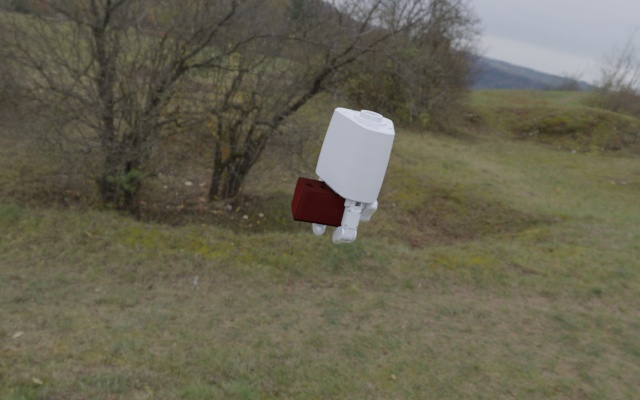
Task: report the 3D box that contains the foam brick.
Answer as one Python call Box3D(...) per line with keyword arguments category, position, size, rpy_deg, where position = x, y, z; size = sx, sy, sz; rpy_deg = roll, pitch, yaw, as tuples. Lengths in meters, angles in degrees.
Box3D(category="foam brick", position=(0.000, 0.002, 0.713), size=(0.078, 0.051, 0.053), rpy_deg=(9, 23, -15))
